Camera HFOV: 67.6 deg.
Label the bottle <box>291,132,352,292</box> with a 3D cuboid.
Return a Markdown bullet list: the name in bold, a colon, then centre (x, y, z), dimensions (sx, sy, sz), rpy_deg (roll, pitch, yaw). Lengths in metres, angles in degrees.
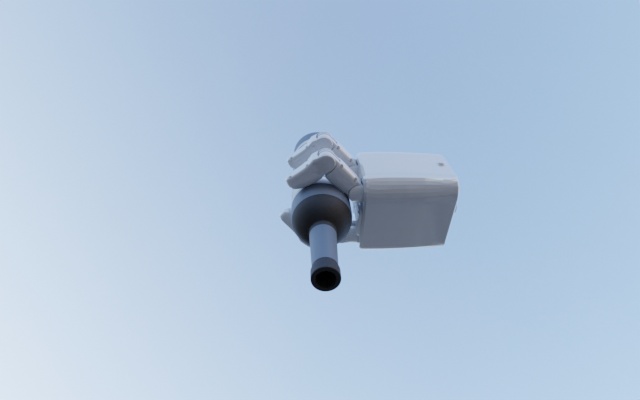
- **bottle**: centre (0.000, 0.002, 0.550), dimensions (0.069, 0.069, 0.295), rpy_deg (0, 28, -2)
